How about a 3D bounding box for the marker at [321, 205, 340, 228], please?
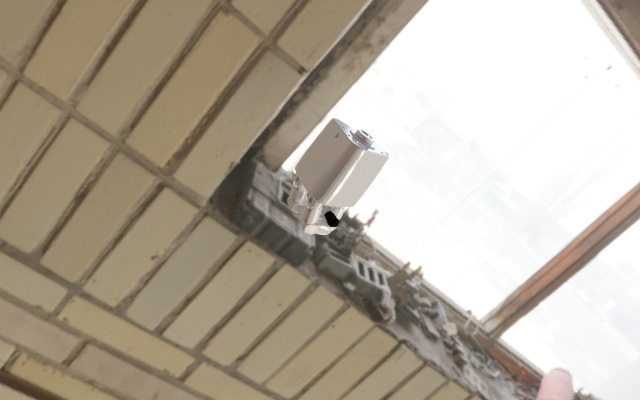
[{"bbox_3d":[0.000,0.003,0.807,0.020,0.020,0.121,0,39,-31],"label":"marker"}]
